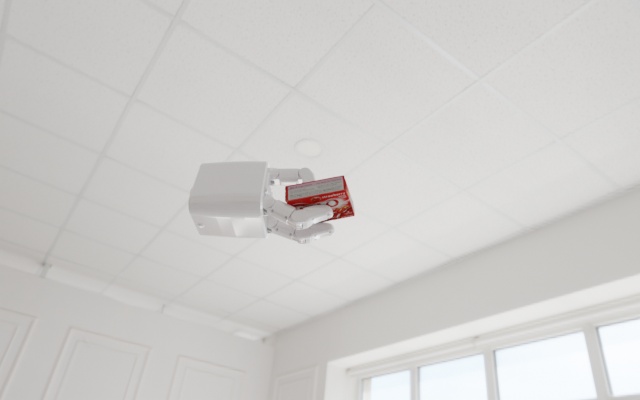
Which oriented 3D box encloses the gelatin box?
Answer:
[{"bbox_3d":[0.000,0.002,0.696,0.089,0.030,0.073,-11,-34,9],"label":"gelatin box"}]
